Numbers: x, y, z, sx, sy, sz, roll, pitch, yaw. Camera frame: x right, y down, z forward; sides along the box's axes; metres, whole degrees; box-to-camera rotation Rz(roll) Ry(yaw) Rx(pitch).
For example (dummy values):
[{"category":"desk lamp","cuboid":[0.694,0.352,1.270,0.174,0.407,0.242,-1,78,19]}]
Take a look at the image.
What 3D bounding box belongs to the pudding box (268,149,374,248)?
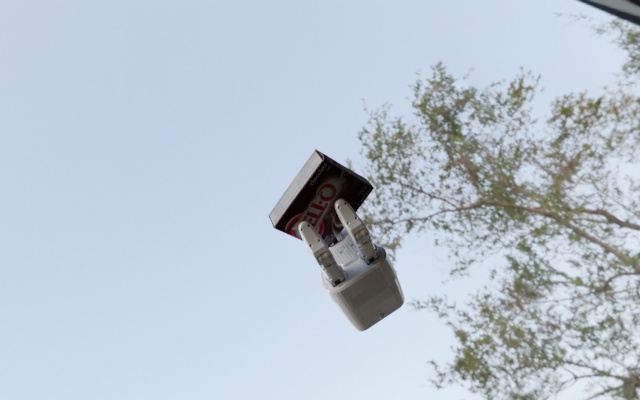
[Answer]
[{"category":"pudding box","cuboid":[0.000,0.002,0.623,0.090,0.113,0.039,27,15,-34]}]
